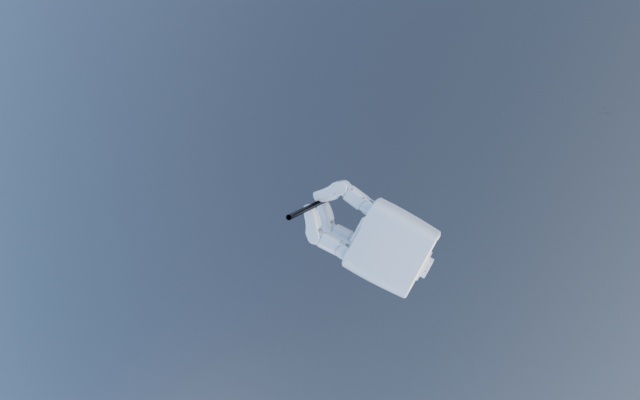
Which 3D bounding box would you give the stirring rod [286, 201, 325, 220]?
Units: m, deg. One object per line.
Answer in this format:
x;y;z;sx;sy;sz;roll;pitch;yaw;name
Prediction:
0.000;0.002;0.743;0.011;0.011;0.239;0;10;21;stirring rod
